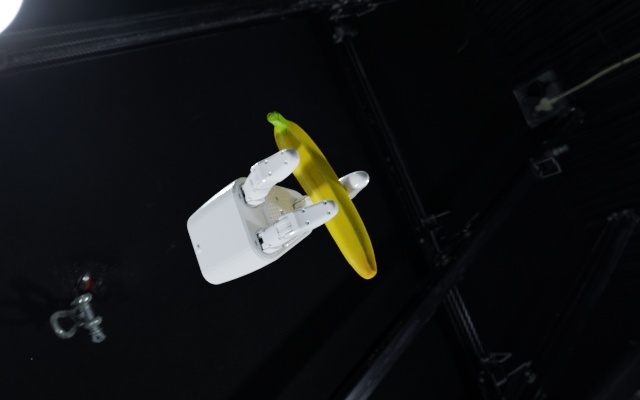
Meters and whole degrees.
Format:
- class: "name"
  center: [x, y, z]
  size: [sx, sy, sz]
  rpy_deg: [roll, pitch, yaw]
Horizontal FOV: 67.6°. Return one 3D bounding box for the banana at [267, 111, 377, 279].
- class: "banana"
  center: [0.002, -0.007, 0.506]
  size: [0.037, 0.198, 0.069]
  rpy_deg: [-30, 11, 20]
